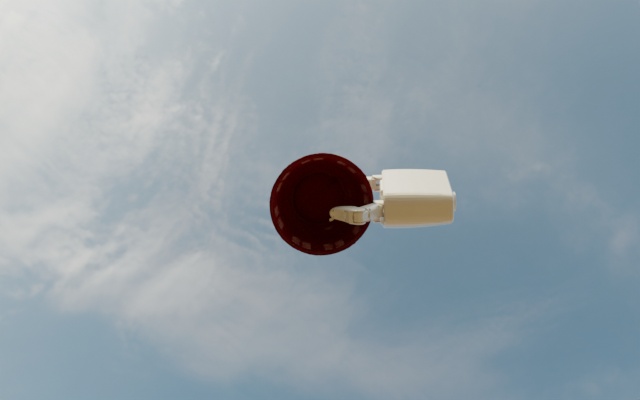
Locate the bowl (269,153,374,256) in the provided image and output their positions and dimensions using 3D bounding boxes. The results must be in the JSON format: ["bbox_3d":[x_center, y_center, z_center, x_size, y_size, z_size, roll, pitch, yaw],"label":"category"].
[{"bbox_3d":[-0.001,0.002,0.756,0.162,0.162,0.055,0,12,-6],"label":"bowl"}]
